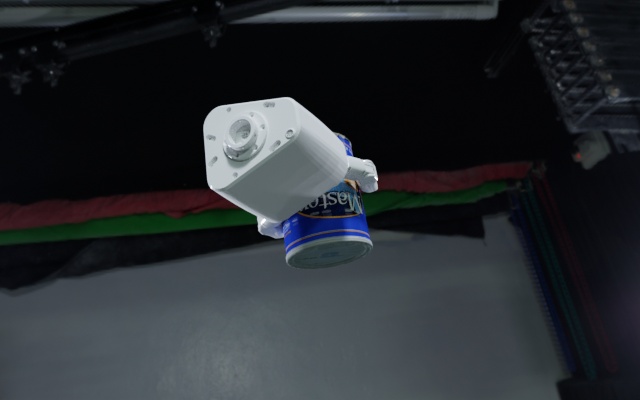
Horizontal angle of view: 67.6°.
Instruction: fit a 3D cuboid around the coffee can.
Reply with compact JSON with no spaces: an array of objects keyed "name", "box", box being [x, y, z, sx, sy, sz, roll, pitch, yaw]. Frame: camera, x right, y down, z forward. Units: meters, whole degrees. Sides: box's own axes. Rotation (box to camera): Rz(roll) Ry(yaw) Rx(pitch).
[{"name":"coffee can","box":[0.000,0.002,0.585,0.103,0.140,0.103,-8,-22,-3]}]
